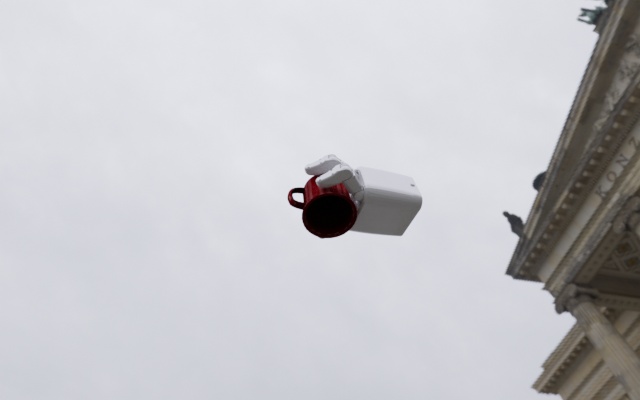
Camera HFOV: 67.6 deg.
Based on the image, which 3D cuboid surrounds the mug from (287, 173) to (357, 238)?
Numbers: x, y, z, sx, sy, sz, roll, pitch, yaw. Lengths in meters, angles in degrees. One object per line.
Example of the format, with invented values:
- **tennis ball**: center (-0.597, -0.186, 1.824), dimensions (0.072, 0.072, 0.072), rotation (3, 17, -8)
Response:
- **mug**: center (-0.001, 0.002, 0.822), dimensions (0.117, 0.093, 0.081), rotation (9, 32, -12)
